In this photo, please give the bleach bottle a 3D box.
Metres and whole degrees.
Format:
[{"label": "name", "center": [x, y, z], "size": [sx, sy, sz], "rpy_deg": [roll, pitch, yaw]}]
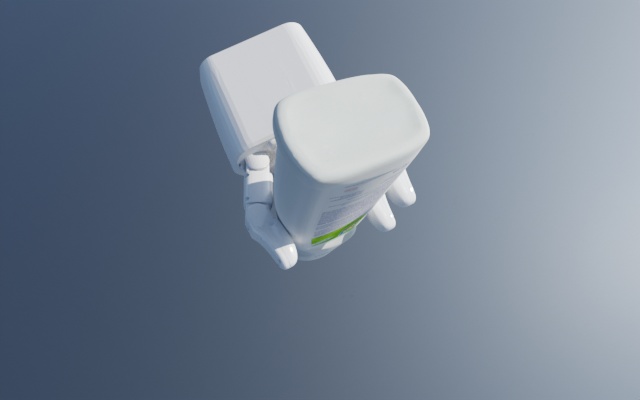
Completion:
[{"label": "bleach bottle", "center": [0.000, 0.001, 0.408], "size": [0.102, 0.068, 0.251], "rpy_deg": [-20, -19, -20]}]
